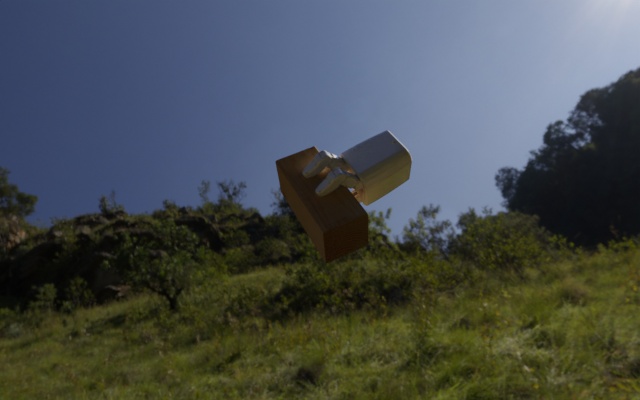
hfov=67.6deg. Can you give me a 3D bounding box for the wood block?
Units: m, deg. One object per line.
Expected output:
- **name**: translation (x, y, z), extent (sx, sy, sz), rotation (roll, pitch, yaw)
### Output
- **wood block**: translation (0.000, 0.003, 0.896), extent (0.090, 0.091, 0.206), rotation (-23, 49, -14)
